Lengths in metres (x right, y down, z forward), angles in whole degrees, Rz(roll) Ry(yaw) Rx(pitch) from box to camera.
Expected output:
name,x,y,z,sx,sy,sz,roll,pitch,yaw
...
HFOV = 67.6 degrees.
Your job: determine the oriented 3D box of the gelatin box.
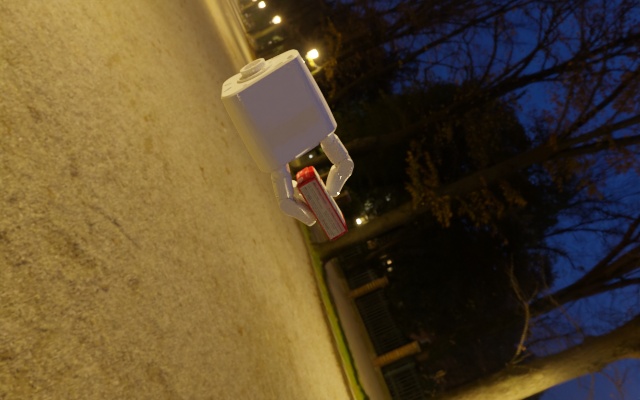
name,x,y,z,sx,sy,sz,roll,pitch,yaw
gelatin box,0.001,0.002,0.644,0.030,0.089,0.073,-31,15,5
